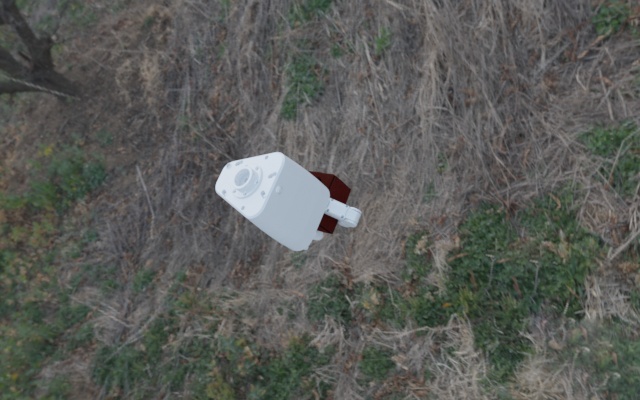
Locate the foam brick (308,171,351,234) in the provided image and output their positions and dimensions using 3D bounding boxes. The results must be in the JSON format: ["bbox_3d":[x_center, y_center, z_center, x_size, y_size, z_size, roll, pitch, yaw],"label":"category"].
[{"bbox_3d":[0.000,0.002,0.708,0.053,0.078,0.051,11,-19,40],"label":"foam brick"}]
